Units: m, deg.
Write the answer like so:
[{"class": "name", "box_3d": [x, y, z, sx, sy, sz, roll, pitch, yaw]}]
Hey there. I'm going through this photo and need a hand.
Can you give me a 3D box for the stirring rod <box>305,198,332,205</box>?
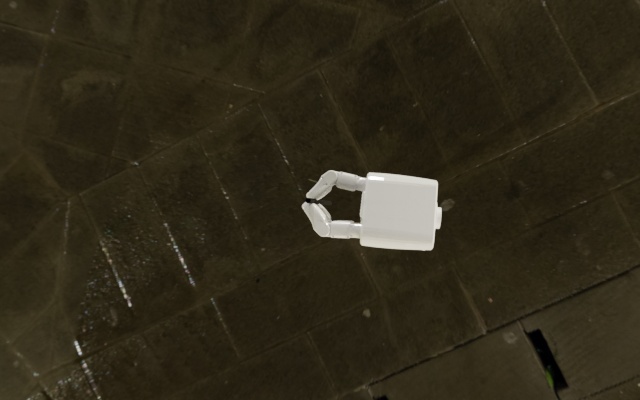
[{"class": "stirring rod", "box_3d": [0.000, 0.003, 0.800, 0.011, 0.011, 0.239, 0, -1, 9]}]
